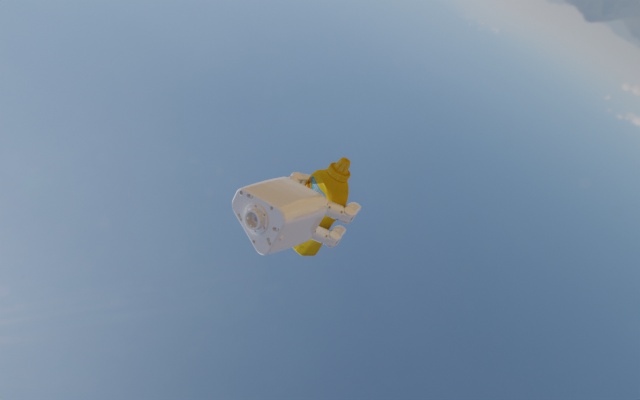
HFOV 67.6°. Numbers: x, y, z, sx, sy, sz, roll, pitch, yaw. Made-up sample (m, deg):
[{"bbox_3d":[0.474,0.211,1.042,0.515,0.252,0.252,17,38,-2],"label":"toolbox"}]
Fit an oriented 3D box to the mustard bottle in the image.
[{"bbox_3d":[0.000,0.003,0.856,0.058,0.192,0.096,7,37,-35],"label":"mustard bottle"}]
